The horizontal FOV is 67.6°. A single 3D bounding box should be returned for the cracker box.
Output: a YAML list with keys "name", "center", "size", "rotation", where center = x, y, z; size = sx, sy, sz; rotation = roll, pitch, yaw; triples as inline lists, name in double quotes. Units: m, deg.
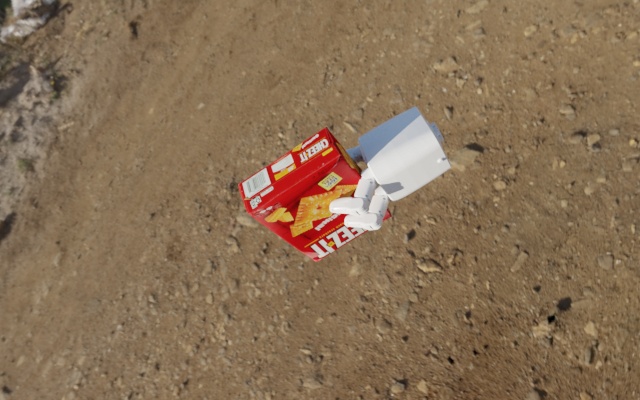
- name: "cracker box"
  center: [0.000, 0.002, 0.767]
  size: [0.164, 0.072, 0.214]
  rotation: [-32, -38, 12]
